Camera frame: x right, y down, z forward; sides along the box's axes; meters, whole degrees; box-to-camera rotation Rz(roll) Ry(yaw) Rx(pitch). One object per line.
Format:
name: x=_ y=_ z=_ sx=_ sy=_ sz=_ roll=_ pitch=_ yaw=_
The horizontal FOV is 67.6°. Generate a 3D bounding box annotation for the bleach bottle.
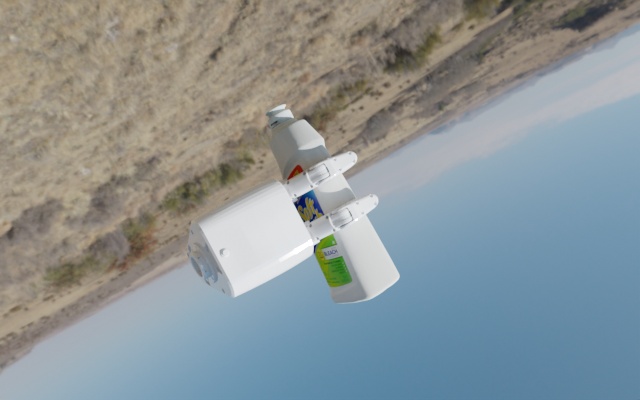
bleach bottle: x=0.000 y=0.002 z=0.592 sx=0.068 sy=0.251 sz=0.102 roll=-29 pitch=1 yaw=-29
